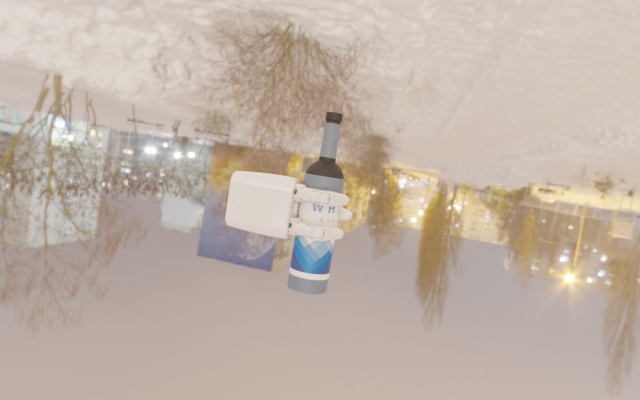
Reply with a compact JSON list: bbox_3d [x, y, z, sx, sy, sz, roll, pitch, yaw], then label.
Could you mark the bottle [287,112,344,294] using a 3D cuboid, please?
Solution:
[{"bbox_3d":[0.000,0.003,0.789,0.069,0.296,0.069,9,4,-1],"label":"bottle"}]
